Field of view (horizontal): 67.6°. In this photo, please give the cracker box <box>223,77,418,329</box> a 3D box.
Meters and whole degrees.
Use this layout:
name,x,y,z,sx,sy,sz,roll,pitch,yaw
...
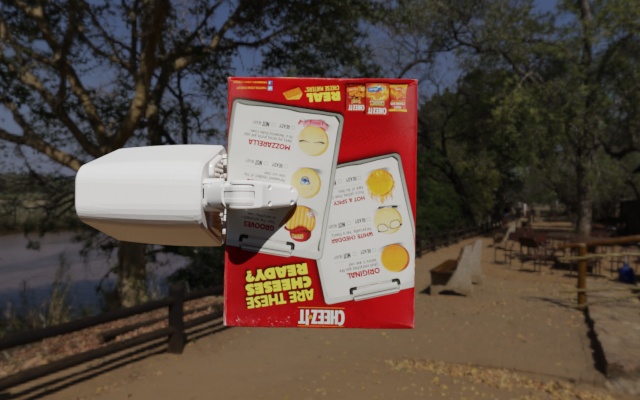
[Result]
name,x,y,z,sx,sy,sz,roll,pitch,yaw
cracker box,0.000,0.001,0.434,0.164,0.213,0.072,1,0,1
